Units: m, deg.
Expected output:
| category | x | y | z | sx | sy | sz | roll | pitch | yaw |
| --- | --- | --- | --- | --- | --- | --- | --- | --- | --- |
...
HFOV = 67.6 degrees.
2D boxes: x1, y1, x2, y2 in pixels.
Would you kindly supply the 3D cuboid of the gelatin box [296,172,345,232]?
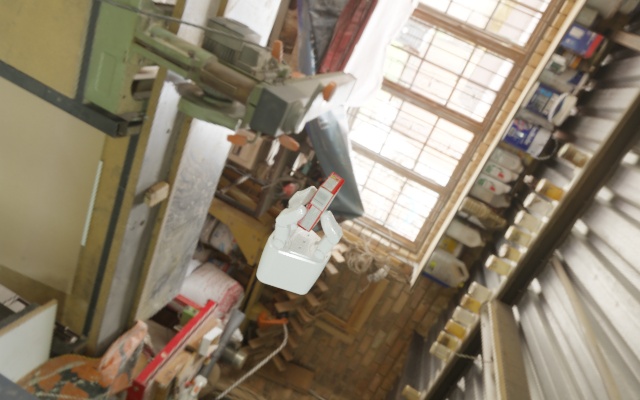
| category | x | y | z | sx | sy | sz | roll | pitch | yaw |
| --- | --- | --- | --- | --- | --- | --- | --- | --- | --- |
| gelatin box | 0.001 | 0.003 | 0.817 | 0.030 | 0.089 | 0.073 | 34 | 28 | 3 |
